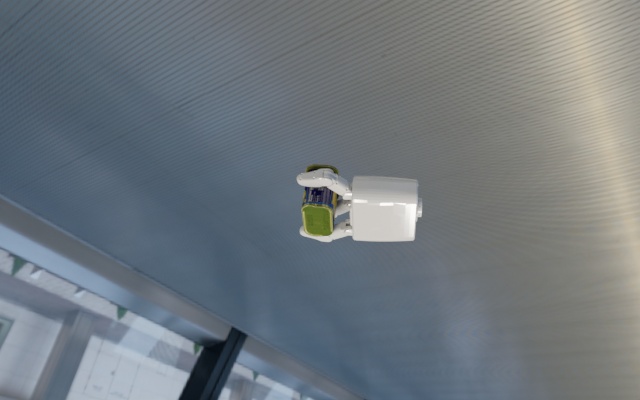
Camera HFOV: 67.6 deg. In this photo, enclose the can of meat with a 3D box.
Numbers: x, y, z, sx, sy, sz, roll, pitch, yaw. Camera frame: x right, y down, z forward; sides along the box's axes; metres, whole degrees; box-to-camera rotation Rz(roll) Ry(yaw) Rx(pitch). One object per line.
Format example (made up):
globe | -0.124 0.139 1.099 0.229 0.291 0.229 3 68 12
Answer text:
can of meat | 0.000 0.003 0.817 0.057 0.084 0.102 4 -34 6
